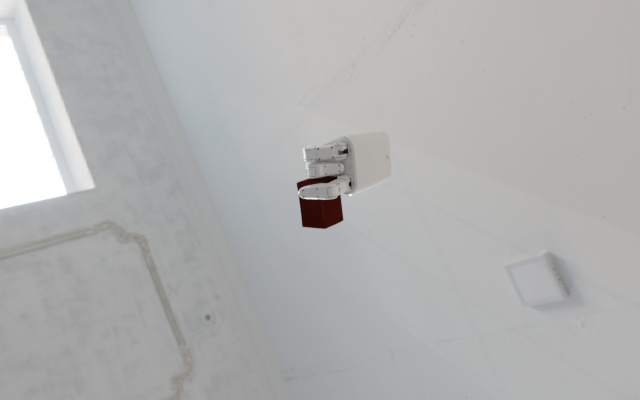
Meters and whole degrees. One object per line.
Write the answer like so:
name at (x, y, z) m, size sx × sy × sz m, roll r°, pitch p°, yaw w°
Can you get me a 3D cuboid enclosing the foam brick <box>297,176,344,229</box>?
foam brick at (0.000, 0.003, 0.792) m, size 0.053 × 0.078 × 0.051 m, roll 5°, pitch 17°, yaw 40°
